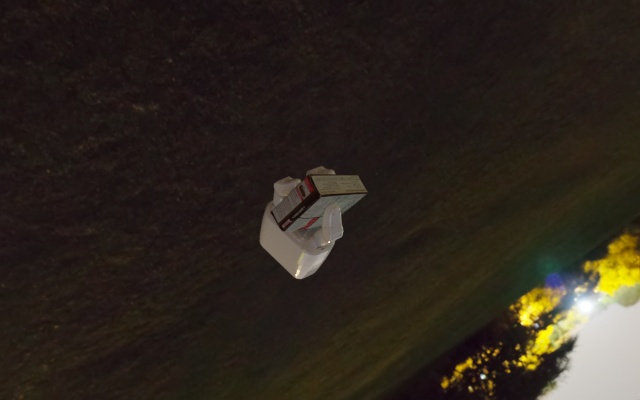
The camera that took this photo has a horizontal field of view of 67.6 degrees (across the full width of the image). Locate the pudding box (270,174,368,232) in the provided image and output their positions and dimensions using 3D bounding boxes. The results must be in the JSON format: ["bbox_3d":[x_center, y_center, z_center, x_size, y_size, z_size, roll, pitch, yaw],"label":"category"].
[{"bbox_3d":[0.000,0.002,0.670,0.090,0.039,0.113,-43,-22,32],"label":"pudding box"}]
